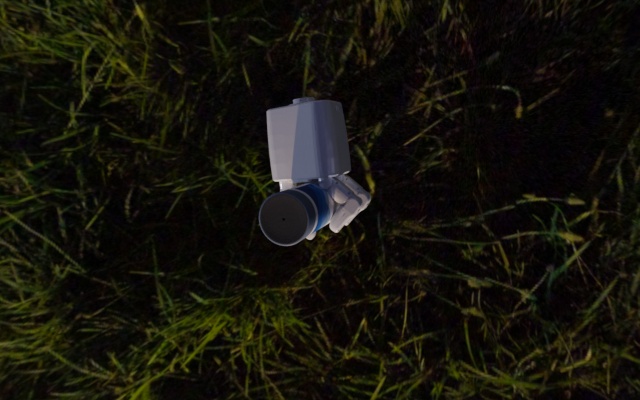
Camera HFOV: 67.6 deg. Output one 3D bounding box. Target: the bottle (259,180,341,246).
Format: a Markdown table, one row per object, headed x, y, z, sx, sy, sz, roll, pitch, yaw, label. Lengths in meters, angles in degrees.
| x | y | z | sx | sy | sz | roll | pitch | yaw | label |
| --- | --- | --- | --- | --- | --- | --- | --- | --- | --- |
| 0.000 | 0.002 | 0.716 | 0.069 | 0.069 | 0.295 | 0 | 8 | 18 | bottle |
